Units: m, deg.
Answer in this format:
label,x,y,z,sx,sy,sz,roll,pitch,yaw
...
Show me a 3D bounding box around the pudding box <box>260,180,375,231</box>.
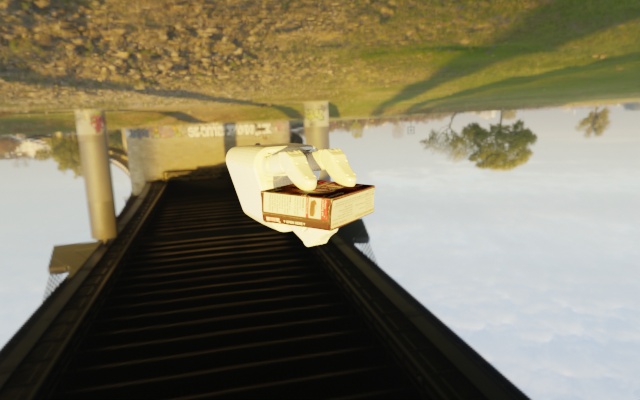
label,x,y,z,sx,sy,sz,roll,pitch,yaw
pudding box,0.000,0.002,0.545,0.090,0.039,0.113,5,14,29
